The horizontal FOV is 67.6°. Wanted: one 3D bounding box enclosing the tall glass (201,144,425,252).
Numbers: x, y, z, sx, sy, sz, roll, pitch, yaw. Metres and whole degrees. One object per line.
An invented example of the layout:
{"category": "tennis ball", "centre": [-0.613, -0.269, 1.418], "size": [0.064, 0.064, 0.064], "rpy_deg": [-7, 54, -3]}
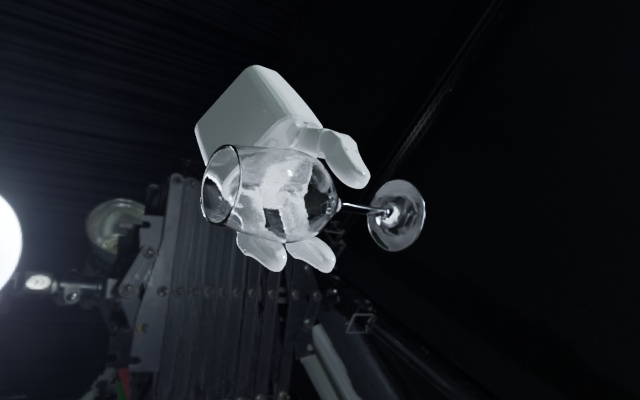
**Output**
{"category": "tall glass", "centre": [0.001, 0.002, 0.420], "size": [0.201, 0.079, 0.079], "rpy_deg": [10, -6, -40]}
